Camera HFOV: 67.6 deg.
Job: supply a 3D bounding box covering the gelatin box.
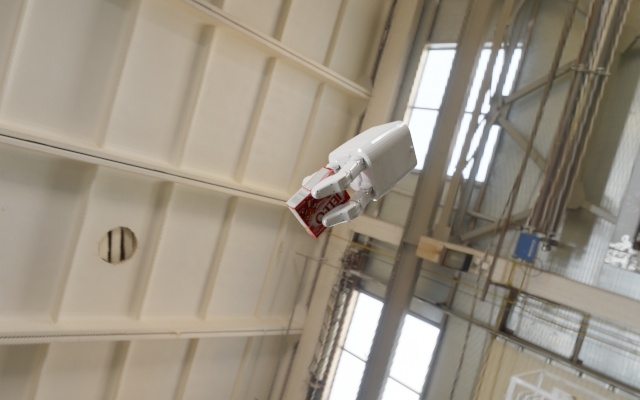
[{"bbox_3d":[0.000,0.003,0.750,0.030,0.089,0.073,28,-22,51],"label":"gelatin box"}]
